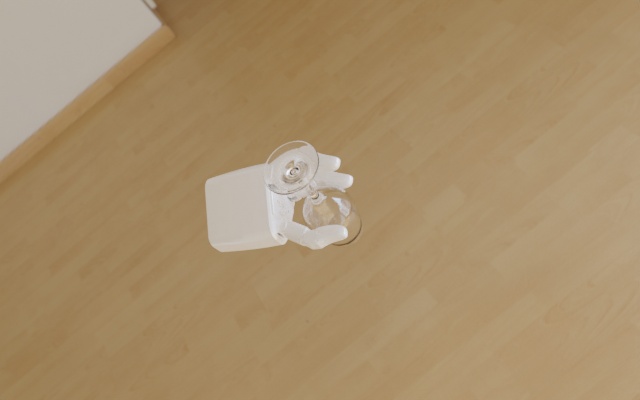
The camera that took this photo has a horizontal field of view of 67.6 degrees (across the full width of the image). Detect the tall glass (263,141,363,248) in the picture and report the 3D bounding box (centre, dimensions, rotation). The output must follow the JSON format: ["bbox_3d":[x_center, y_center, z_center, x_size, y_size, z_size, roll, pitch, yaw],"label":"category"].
[{"bbox_3d":[0.000,0.002,0.658,0.079,0.079,0.201,0,-25,24],"label":"tall glass"}]
